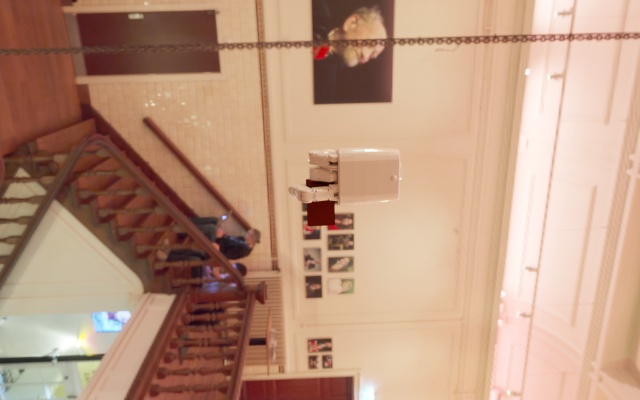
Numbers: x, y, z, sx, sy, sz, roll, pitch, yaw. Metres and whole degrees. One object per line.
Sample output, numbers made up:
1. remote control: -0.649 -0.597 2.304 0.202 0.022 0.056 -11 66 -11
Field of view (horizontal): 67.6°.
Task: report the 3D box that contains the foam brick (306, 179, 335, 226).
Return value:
1. foam brick: 0.000 0.003 0.871 0.051 0.078 0.053 -2 18 -2
